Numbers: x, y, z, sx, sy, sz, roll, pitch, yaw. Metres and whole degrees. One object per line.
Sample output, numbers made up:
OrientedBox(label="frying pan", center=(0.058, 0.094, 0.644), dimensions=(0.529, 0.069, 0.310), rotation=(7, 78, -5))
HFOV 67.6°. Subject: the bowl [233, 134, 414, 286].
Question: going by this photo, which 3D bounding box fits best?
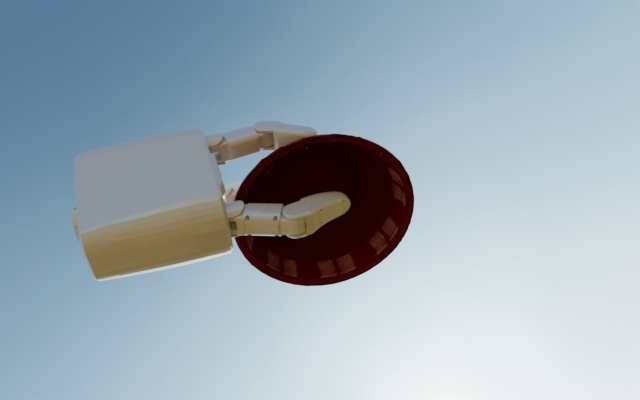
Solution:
OrientedBox(label="bowl", center=(0.001, 0.001, 0.436), dimensions=(0.162, 0.162, 0.055), rotation=(0, 34, -11))
